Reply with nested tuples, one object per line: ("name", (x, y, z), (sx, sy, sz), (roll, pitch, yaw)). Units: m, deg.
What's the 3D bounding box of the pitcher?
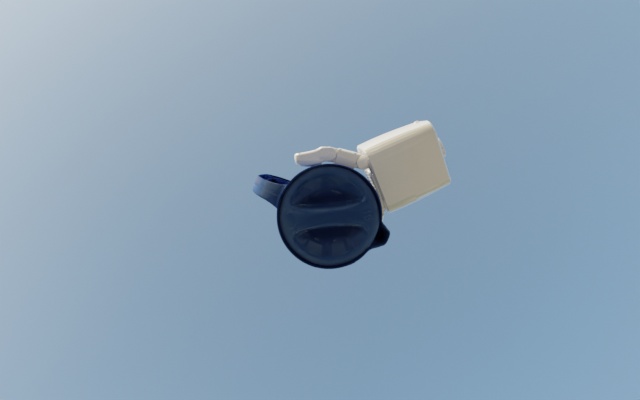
("pitcher", (0.000, 0.002, 0.706), (0.145, 0.149, 0.243), (-24, 7, 2))
